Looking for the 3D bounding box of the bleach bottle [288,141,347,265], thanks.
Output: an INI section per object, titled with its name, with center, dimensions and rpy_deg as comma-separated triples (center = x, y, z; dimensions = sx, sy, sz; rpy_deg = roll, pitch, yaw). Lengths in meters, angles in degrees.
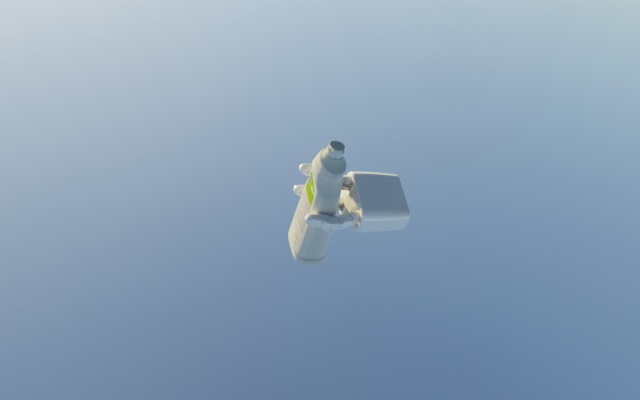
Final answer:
[bleach bottle]
center = 0.000, 0.003, 0.894
dimensions = 0.068, 0.251, 0.102
rpy_deg = 0, 43, -21
